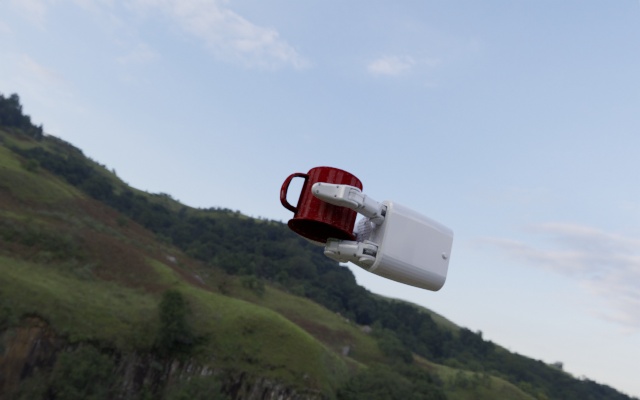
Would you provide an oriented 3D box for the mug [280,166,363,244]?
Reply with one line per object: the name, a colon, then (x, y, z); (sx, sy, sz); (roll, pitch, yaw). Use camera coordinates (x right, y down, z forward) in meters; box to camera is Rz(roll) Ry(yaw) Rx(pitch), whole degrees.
mug: (-0.001, 0.001, 0.639); (0.117, 0.081, 0.093); (23, -22, -20)
